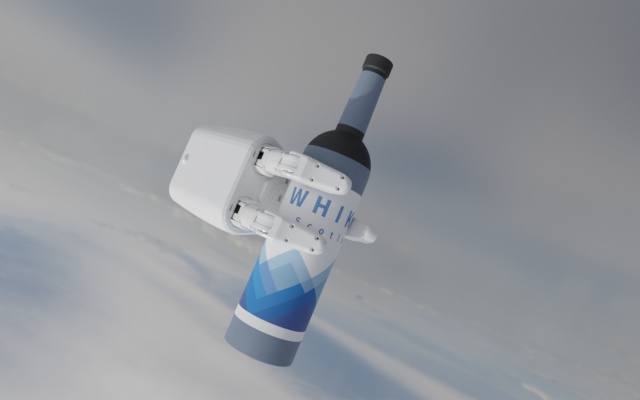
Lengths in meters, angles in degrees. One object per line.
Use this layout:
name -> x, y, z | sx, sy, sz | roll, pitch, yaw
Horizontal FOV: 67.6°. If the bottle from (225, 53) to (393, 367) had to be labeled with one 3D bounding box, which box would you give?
bottle -> 0.000, 0.002, 0.446 | 0.069, 0.295, 0.069 | 23, -4, 2
